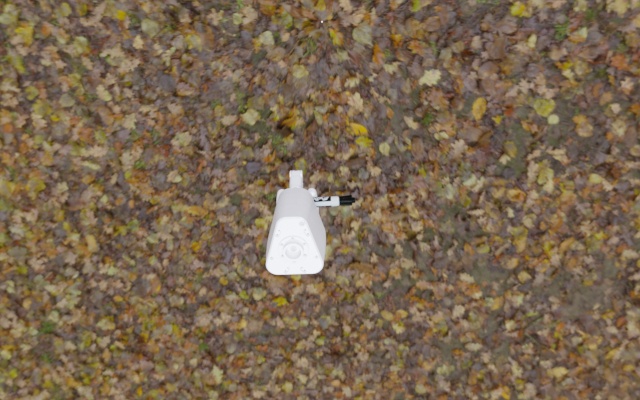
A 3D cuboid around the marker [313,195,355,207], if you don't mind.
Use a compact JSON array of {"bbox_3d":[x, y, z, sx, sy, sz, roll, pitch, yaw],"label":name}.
[{"bbox_3d":[0.000,0.003,0.833,0.121,0.020,0.020,-3,0,2],"label":"marker"}]
